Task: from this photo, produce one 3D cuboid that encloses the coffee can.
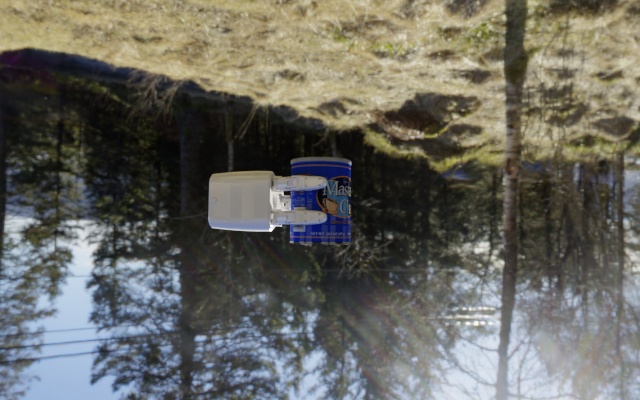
[{"bbox_3d":[0.000,0.002,0.806,0.103,0.140,0.103,1,-3,0],"label":"coffee can"}]
